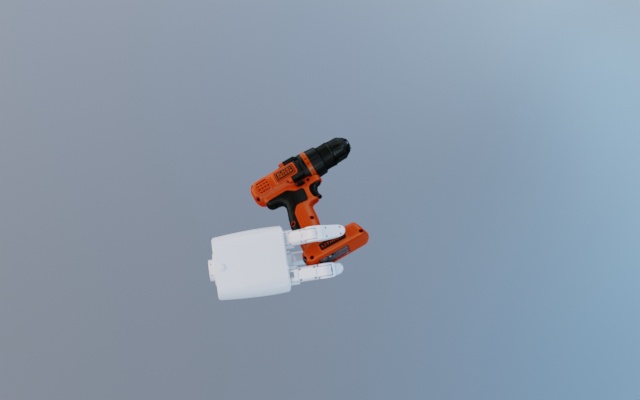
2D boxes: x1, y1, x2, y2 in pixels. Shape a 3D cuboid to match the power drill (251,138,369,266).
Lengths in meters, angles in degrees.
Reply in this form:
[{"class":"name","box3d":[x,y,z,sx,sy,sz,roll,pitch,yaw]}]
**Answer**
[{"class":"power drill","box3d":[0.000,0.003,0.769,0.184,0.187,0.057,-31,-27,0]}]
